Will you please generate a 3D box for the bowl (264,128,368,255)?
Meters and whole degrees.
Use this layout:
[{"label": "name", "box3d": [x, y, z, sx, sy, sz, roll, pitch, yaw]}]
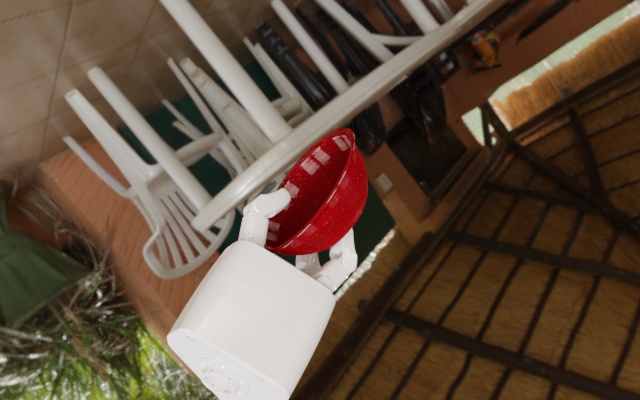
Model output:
[{"label": "bowl", "box3d": [0.001, 0.001, 0.519, 0.055, 0.162, 0.162, 36, -15, -21]}]
